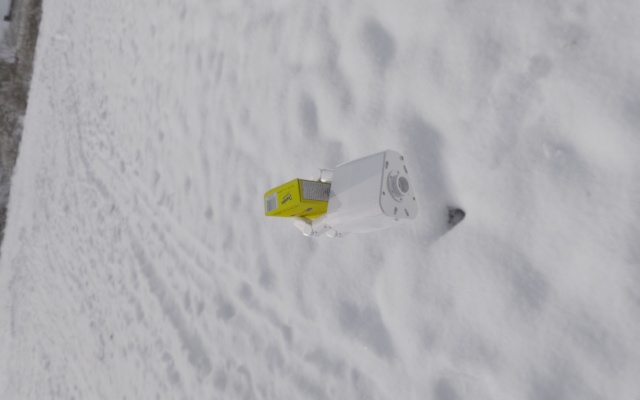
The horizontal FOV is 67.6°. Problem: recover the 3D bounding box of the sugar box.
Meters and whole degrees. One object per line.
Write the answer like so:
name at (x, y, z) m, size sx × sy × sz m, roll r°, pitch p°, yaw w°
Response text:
sugar box at (0.000, 0.003, 0.812) m, size 0.176 × 0.048 × 0.093 m, roll 9°, pitch -21°, yaw -42°
